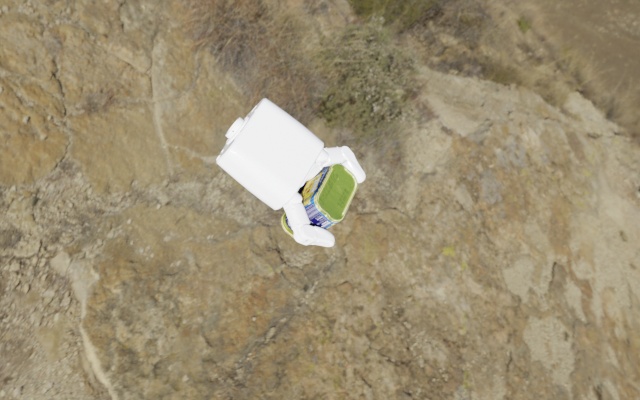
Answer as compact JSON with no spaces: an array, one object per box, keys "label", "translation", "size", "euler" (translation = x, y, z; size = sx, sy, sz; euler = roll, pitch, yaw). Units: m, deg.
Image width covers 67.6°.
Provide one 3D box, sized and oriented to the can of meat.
[{"label":"can of meat","translation":[0.000,0.002,0.695],"size":[0.057,0.102,0.084],"euler":[41,-43,-15]}]
